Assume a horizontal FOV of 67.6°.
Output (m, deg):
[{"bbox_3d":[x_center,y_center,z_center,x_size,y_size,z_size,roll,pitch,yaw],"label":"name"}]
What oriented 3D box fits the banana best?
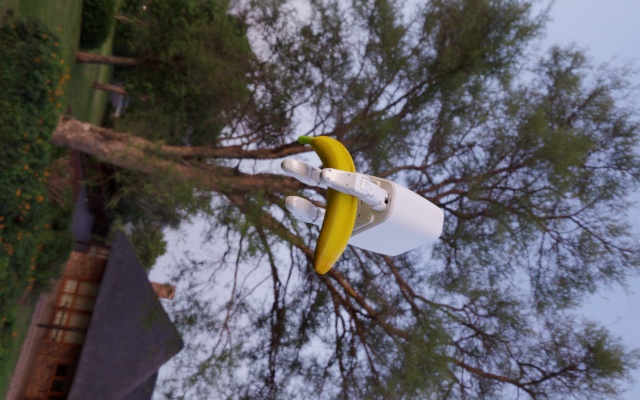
[{"bbox_3d":[0.015,-0.008,0.593,0.069,0.197,0.037,-24,-34,28],"label":"banana"}]
